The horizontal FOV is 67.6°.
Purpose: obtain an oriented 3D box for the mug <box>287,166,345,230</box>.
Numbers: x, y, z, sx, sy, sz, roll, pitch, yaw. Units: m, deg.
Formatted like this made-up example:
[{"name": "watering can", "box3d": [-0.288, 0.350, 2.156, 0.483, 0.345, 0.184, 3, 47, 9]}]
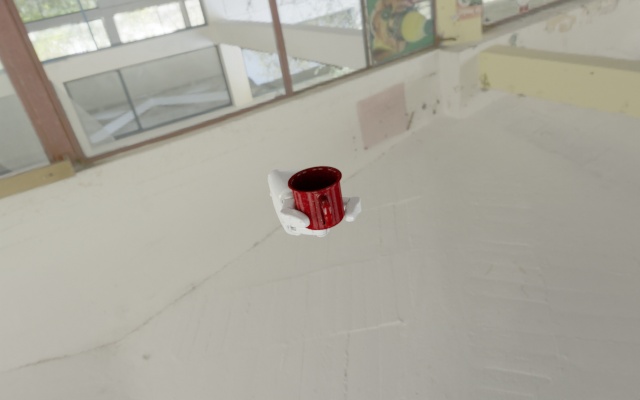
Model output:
[{"name": "mug", "box3d": [0.001, 0.003, 0.808, 0.093, 0.081, 0.117, -17, 30, -10]}]
